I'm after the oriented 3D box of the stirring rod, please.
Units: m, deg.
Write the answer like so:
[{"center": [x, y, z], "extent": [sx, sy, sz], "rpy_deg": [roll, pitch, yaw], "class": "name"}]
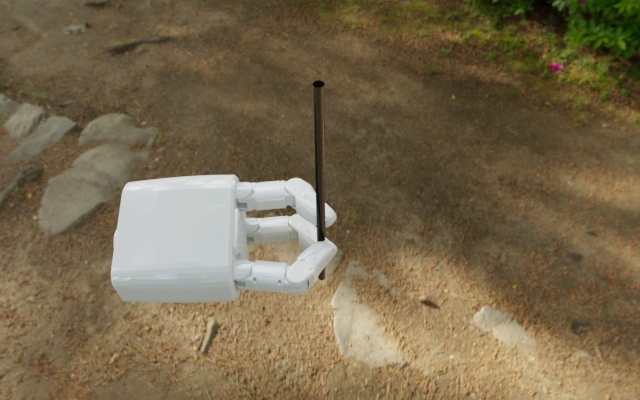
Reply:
[{"center": [0.000, 0.001, 0.408], "extent": [0.011, 0.011, 0.240], "rpy_deg": [0, -41, 1], "class": "stirring rod"}]
